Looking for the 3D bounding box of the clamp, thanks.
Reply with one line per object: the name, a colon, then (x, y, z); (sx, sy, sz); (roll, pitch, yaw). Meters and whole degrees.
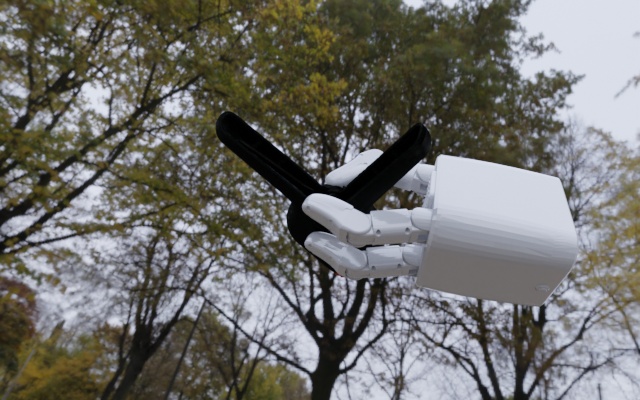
clamp: (0.001, 0.001, 0.424); (0.164, 0.036, 0.210); (11, -36, 10)
